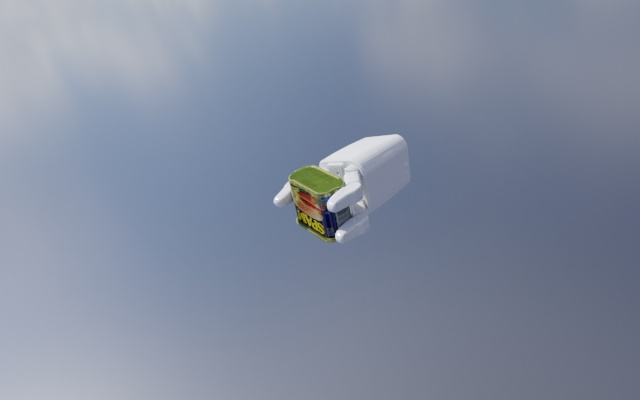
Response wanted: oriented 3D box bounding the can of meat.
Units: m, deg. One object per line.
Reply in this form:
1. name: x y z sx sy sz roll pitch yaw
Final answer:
1. can of meat: 0.000 0.002 0.720 0.057 0.084 0.102 -29 36 -26
